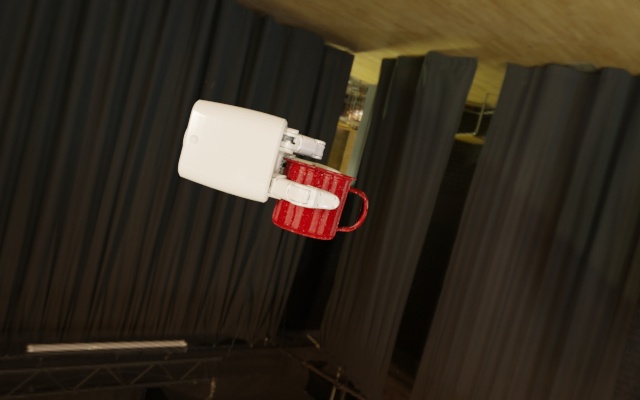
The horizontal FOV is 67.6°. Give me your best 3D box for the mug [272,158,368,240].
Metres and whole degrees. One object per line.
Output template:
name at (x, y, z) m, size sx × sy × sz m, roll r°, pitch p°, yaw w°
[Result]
mug at (0.001, 0.003, 0.591) m, size 0.117 × 0.081 × 0.093 m, roll 16°, pitch 4°, yaw -1°
